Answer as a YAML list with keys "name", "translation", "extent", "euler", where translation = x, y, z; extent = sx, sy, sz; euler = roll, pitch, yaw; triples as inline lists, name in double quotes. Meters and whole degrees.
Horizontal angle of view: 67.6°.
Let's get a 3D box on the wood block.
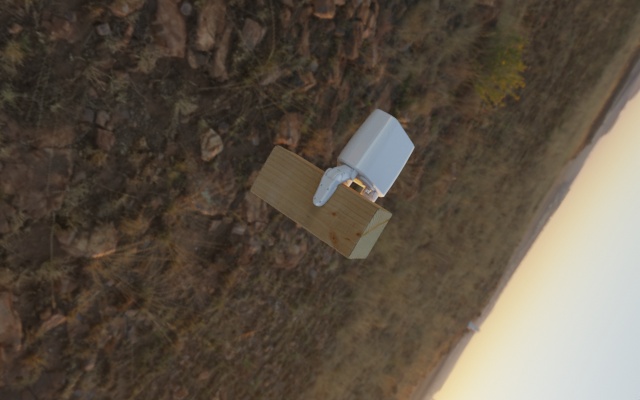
- name: "wood block"
  translation: [0.000, 0.002, 0.787]
  extent: [0.206, 0.090, 0.091]
  euler: [33, 6, 22]
